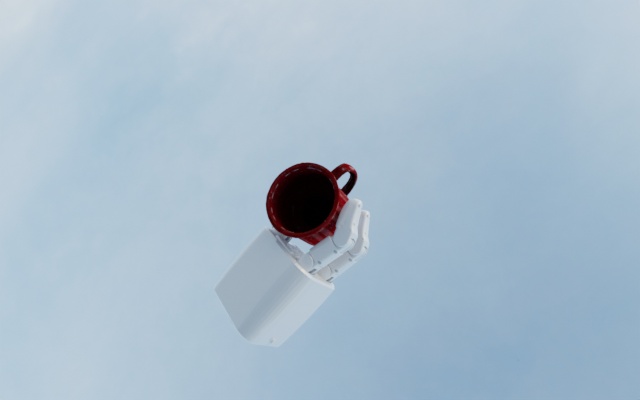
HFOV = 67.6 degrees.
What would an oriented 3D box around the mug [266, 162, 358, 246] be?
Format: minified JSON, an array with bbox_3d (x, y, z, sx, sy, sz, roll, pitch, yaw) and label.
[{"bbox_3d":[0.001,0.001,0.590,0.093,0.117,0.081,44,1,28],"label":"mug"}]
